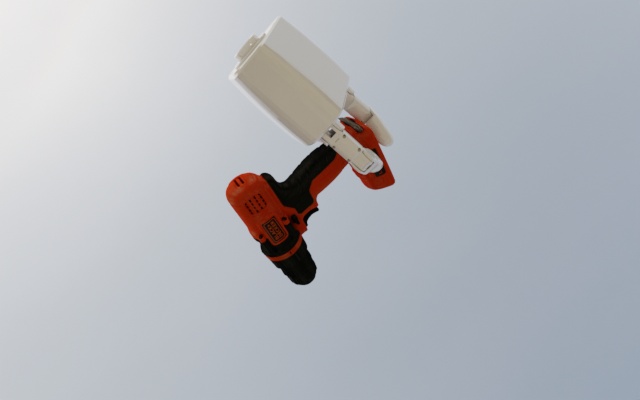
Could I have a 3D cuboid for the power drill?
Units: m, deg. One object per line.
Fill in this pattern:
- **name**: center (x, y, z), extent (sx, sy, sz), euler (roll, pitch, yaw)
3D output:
- **power drill**: center (0.000, 0.001, 0.588), extent (0.187, 0.184, 0.057), euler (-38, 40, -10)
